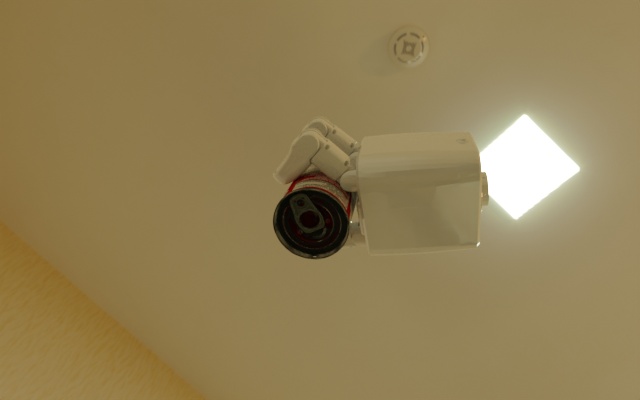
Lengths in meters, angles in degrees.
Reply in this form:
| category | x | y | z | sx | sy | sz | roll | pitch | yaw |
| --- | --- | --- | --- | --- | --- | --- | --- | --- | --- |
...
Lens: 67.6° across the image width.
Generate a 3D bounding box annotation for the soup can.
| category | x | y | z | sx | sy | sz | roll | pitch | yaw |
| --- | --- | --- | --- | --- | --- | --- | --- | --- | --- |
| soup can | 0.000 | 0.002 | 0.458 | 0.068 | 0.068 | 0.102 | 0 | 23 | 11 |
